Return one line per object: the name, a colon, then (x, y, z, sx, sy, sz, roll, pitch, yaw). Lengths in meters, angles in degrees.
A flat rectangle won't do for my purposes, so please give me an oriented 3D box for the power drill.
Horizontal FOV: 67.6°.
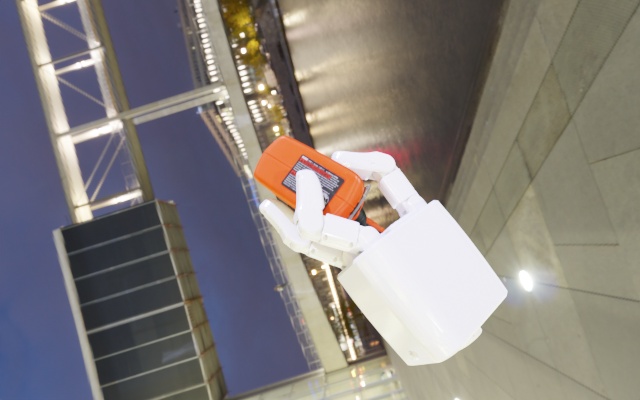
power drill: (0.000, 0.002, 0.517, 0.184, 0.057, 0.188, 30, -7, 24)
